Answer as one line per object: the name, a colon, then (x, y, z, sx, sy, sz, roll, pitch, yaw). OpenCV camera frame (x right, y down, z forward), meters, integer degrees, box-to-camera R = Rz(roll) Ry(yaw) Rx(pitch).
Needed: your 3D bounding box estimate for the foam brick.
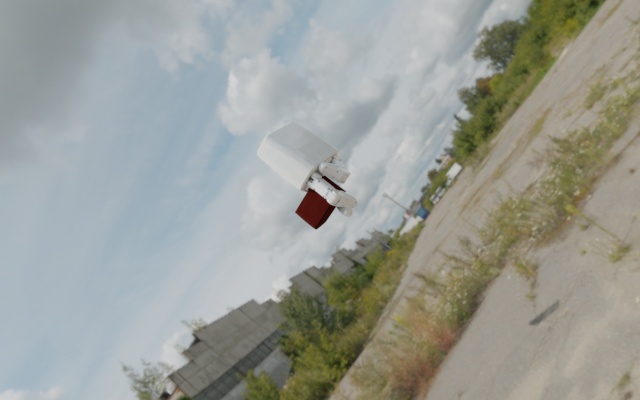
foam brick: (0.000, 0.003, 0.868, 0.051, 0.078, 0.053, 36, 22, 10)
